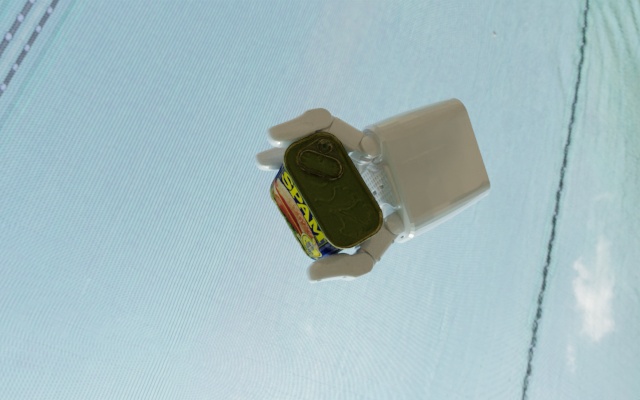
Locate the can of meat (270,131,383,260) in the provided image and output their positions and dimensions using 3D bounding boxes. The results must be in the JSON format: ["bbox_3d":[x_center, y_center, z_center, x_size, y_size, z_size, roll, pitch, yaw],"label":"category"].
[{"bbox_3d":[0.000,0.002,0.438,0.057,0.102,0.084,-28,-7,-22],"label":"can of meat"}]
